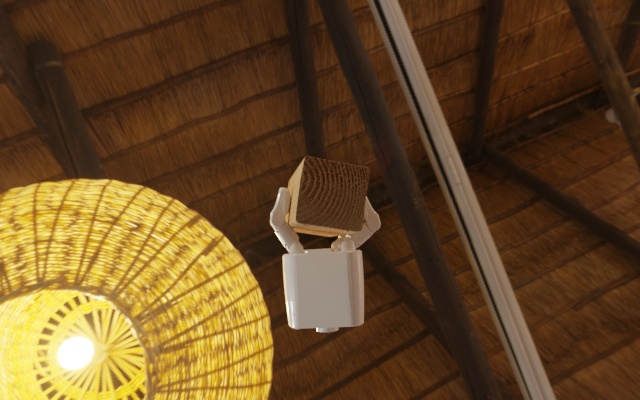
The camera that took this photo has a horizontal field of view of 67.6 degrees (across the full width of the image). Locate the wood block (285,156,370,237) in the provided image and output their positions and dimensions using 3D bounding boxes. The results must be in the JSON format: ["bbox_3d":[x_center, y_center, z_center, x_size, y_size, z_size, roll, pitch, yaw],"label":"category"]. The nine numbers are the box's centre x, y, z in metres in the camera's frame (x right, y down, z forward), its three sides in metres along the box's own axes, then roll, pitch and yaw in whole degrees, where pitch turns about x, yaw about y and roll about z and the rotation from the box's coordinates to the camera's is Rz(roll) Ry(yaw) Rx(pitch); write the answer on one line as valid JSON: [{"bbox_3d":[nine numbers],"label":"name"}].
[{"bbox_3d":[0.000,0.003,0.718,0.091,0.090,0.206,9,-8,-9],"label":"wood block"}]
